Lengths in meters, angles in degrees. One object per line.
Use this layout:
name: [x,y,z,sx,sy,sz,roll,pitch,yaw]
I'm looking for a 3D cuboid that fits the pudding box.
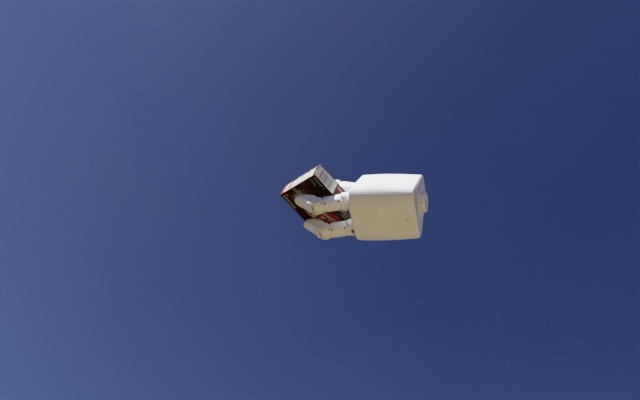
pudding box: [0.000,0.003,0.832,0.090,0.113,0.039,-28,20,37]
